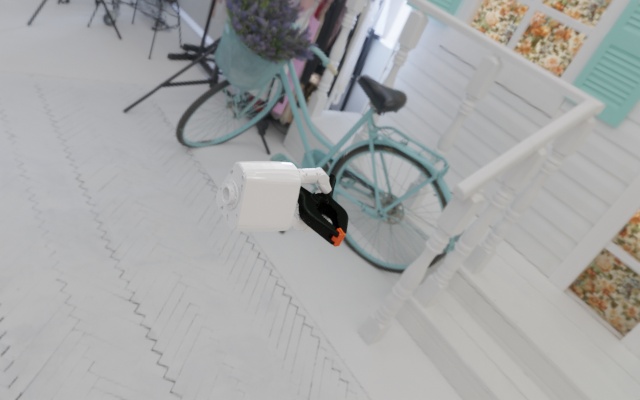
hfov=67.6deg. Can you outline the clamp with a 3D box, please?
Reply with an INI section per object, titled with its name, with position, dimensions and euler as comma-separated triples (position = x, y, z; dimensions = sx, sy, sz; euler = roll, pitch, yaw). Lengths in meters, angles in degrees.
[clamp]
position = 0.001, 0.003, 0.879
dimensions = 0.164, 0.036, 0.210
euler = -1, 39, -38
